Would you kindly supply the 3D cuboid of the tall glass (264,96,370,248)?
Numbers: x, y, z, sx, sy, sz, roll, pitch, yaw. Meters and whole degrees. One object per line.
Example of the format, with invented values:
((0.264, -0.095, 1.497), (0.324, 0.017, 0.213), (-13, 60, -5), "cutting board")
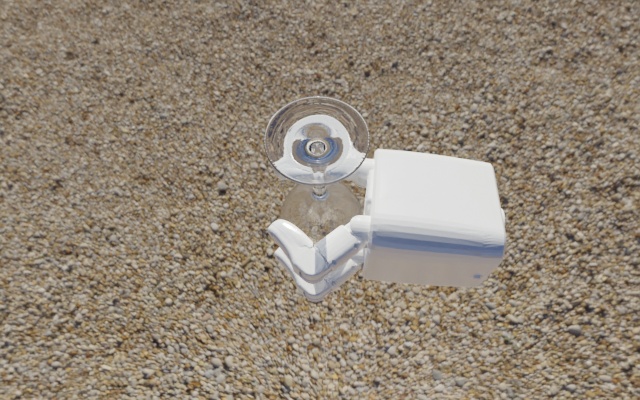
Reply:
((0.000, 0.001, 0.420), (0.079, 0.079, 0.201), (0, -27, 1), "tall glass")
